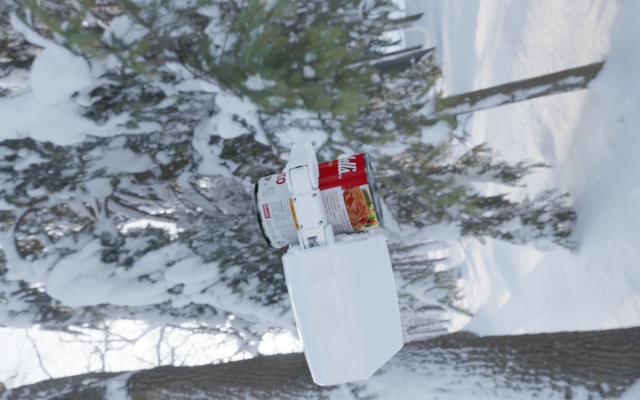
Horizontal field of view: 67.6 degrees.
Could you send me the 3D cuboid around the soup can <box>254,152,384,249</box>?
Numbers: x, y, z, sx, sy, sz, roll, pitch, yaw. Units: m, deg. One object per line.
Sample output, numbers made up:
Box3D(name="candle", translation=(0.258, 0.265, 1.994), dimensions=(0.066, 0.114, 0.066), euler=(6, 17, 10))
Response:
Box3D(name="soup can", translation=(0.000, 0.001, 0.426), dimensions=(0.102, 0.068, 0.068), euler=(-13, -2, 10))
